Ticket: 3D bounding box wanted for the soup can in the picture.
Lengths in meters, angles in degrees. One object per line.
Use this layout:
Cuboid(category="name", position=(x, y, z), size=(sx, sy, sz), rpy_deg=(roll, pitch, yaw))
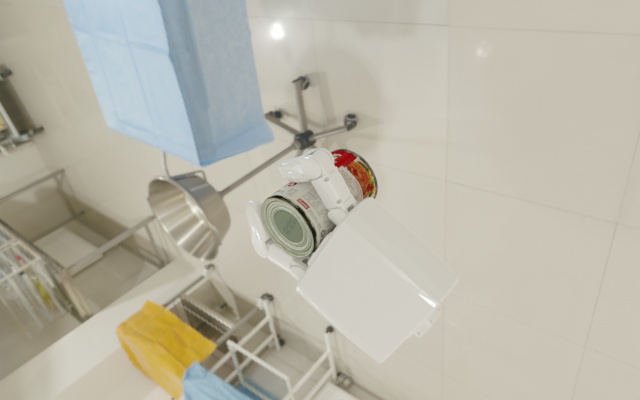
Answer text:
Cuboid(category="soup can", position=(0.000, 0.001, 0.466), size=(0.068, 0.068, 0.102), rpy_deg=(0, 29, 45))
